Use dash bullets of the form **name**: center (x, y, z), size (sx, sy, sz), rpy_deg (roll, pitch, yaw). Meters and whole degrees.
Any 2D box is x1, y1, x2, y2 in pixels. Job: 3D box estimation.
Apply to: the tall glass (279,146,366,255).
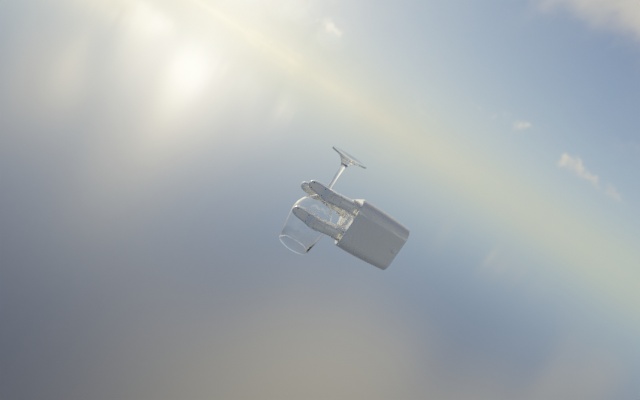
- **tall glass**: center (0.000, 0.002, 0.884), size (0.079, 0.201, 0.079), rpy_deg (31, 12, -8)
